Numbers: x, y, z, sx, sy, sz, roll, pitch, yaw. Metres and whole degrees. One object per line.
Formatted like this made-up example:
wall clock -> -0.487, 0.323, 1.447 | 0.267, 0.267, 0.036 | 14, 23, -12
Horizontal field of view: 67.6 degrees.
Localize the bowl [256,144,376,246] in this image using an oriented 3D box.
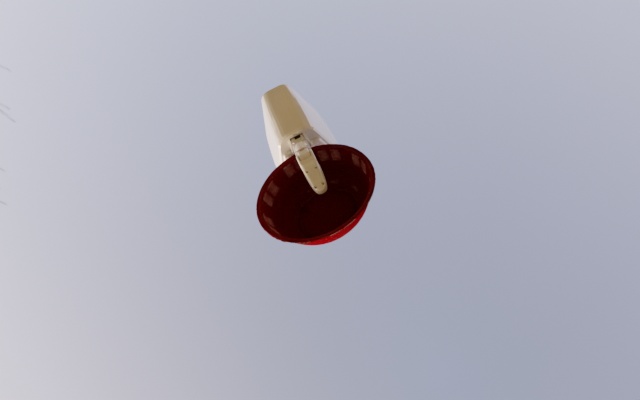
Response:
bowl -> 0.000, 0.003, 0.625 | 0.162, 0.162, 0.055 | 0, -38, 25
